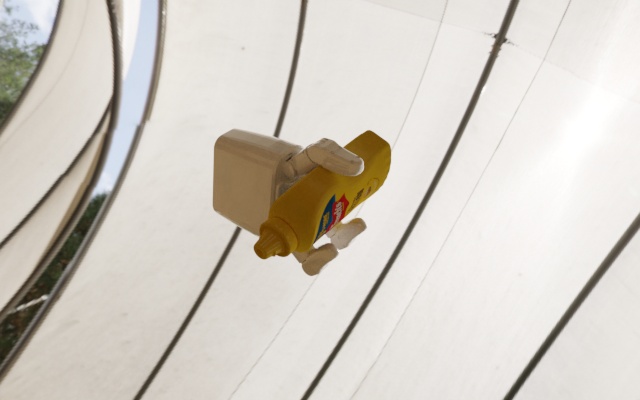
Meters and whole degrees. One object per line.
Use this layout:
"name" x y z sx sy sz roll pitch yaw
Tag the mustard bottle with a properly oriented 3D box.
"mustard bottle" 0.001 0.002 0.513 0.058 0.096 0.191 39 51 15
